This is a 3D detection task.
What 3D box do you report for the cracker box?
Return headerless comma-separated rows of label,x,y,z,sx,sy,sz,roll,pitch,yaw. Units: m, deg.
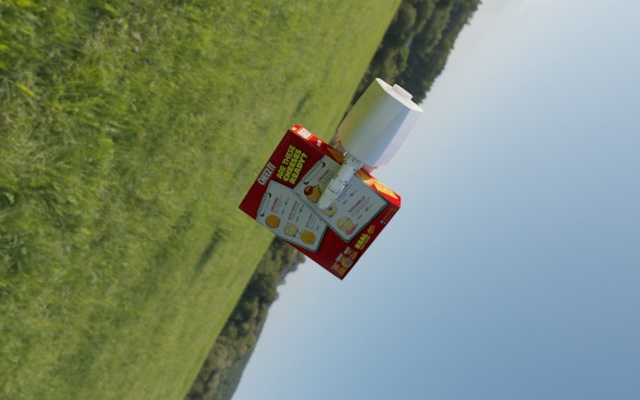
cracker box,0.000,0.003,0.791,0.213,0.164,0.072,35,19,-1
